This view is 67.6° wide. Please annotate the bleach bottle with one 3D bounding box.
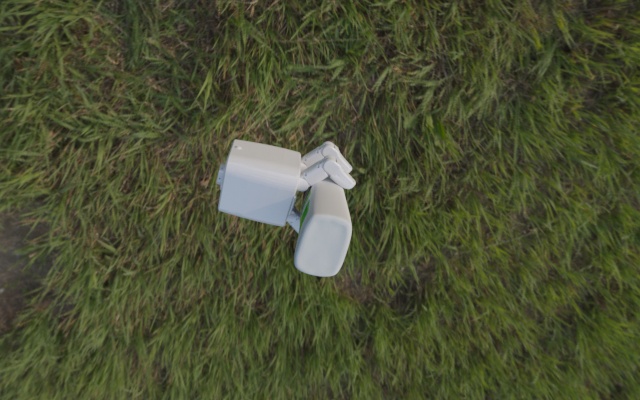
[{"bbox_3d":[0.000,0.002,0.741,0.068,0.103,0.250,13,27,-9],"label":"bleach bottle"}]
